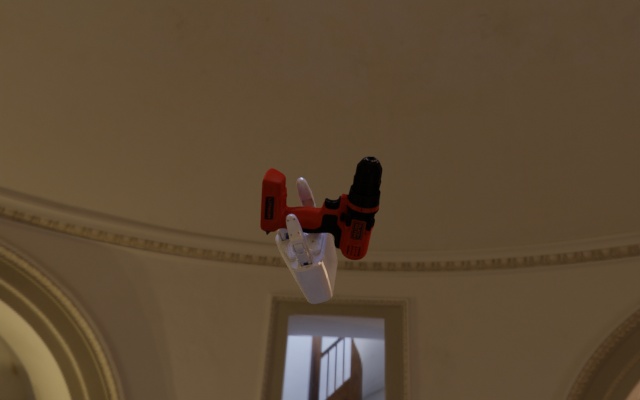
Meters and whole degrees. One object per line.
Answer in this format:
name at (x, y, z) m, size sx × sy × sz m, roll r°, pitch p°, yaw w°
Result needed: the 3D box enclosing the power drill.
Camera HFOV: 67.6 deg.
power drill at (0.000, 0.003, 0.771) m, size 0.187 × 0.184 × 0.057 m, roll 12°, pitch 28°, yaw 7°
